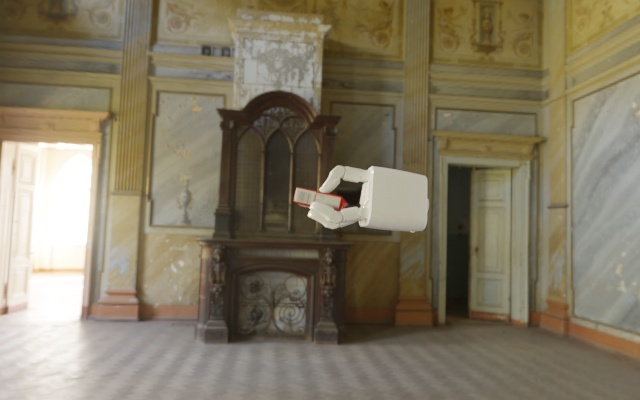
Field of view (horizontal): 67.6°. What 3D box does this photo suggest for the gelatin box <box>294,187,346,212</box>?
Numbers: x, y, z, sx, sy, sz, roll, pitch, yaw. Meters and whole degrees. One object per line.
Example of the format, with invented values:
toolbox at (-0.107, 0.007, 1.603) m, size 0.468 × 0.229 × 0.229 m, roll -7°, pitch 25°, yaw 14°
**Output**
gelatin box at (0.000, 0.002, 0.886) m, size 0.089 × 0.030 × 0.073 m, roll 12°, pitch -5°, yaw 8°
